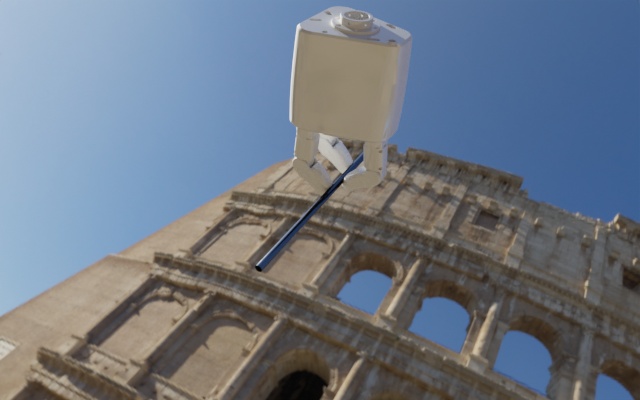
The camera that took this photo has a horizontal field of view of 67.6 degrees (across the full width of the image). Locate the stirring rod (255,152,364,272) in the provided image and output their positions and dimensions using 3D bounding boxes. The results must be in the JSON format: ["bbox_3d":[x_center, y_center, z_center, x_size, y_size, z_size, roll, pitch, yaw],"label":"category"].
[{"bbox_3d":[0.000,0.002,0.539,0.011,0.011,0.239,0,32,36],"label":"stirring rod"}]
